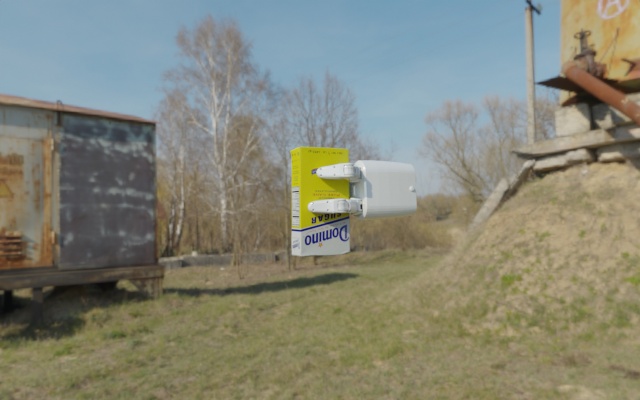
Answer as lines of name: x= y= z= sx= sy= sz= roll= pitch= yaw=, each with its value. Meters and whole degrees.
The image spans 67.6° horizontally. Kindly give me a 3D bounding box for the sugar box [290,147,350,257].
sugar box: x=0.000 y=0.002 z=0.788 sx=0.093 sy=0.176 sz=0.048 roll=-1 pitch=-3 yaw=-26
